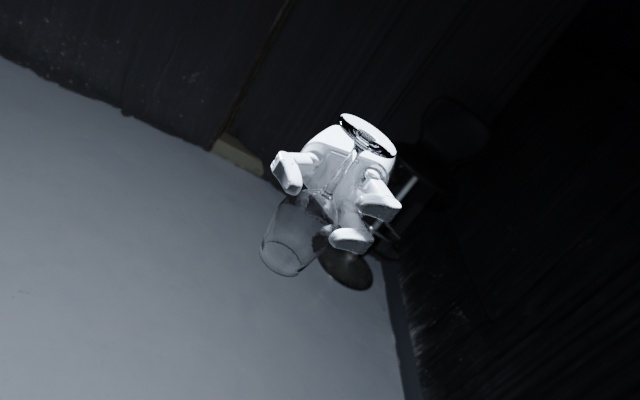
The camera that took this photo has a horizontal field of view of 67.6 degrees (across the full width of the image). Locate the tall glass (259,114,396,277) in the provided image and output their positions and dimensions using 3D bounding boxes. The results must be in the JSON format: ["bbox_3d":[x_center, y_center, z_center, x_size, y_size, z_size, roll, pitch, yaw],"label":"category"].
[{"bbox_3d":[0.000,0.001,0.557,0.079,0.201,0.079,27,29,-16],"label":"tall glass"}]
